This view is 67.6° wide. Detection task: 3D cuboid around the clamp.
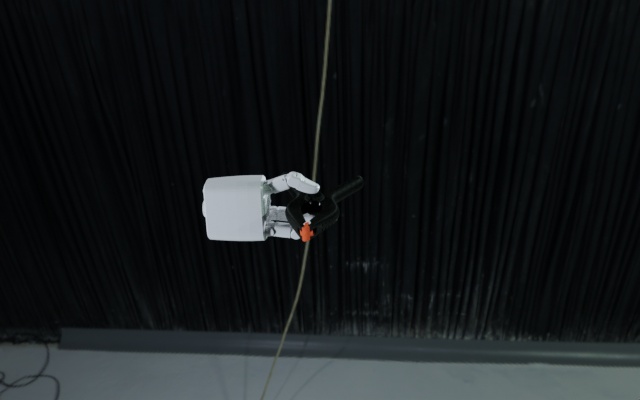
[{"bbox_3d":[0.000,0.002,0.861,0.164,0.036,0.209,-1,30,2],"label":"clamp"}]
